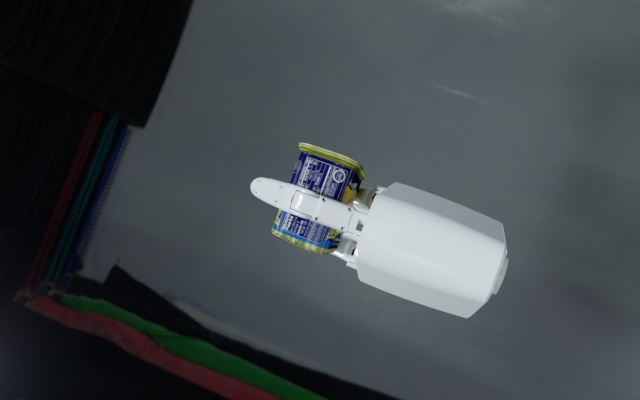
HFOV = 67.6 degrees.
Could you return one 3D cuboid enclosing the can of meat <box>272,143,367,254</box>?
[{"bbox_3d":[0.000,0.002,0.442,0.057,0.084,0.102,20,-1,11],"label":"can of meat"}]
